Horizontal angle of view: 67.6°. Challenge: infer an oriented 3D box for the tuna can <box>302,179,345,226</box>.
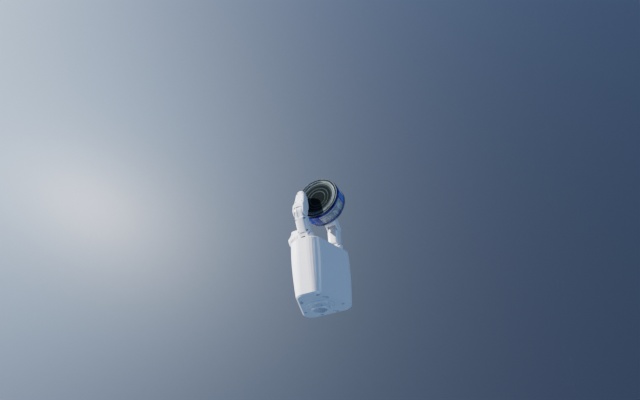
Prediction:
[{"bbox_3d":[0.000,0.003,0.889,0.086,0.086,0.034,0,-31,32],"label":"tuna can"}]
